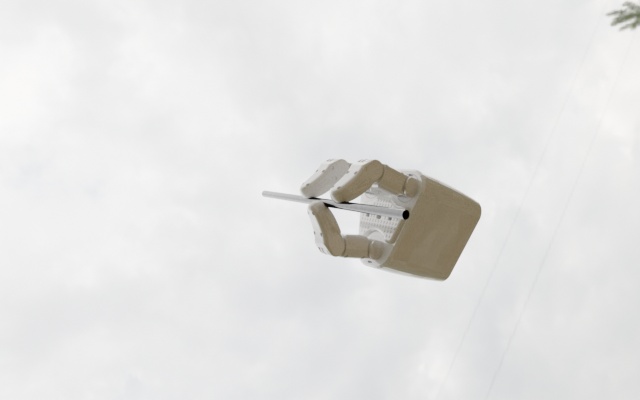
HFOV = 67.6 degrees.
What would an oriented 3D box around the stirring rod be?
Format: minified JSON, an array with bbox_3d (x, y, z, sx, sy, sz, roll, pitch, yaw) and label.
[{"bbox_3d":[0.000,0.002,0.474,0.011,0.011,0.239,0,5,-34],"label":"stirring rod"}]
